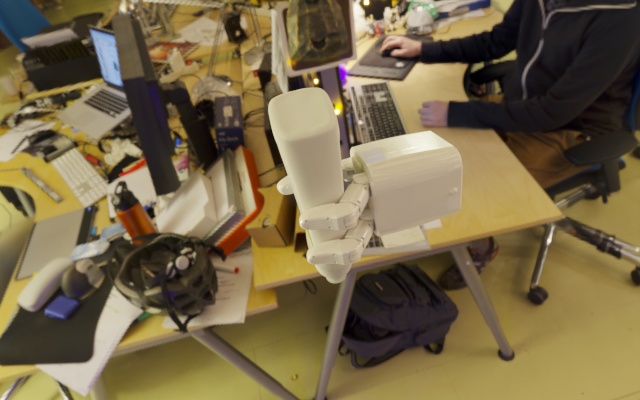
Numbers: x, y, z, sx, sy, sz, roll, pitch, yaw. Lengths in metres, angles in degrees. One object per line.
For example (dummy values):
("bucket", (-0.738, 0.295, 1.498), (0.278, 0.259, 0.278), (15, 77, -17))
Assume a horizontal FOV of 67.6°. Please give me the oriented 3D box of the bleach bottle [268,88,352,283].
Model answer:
("bleach bottle", (0.000, 0.002, 0.569), (0.068, 0.251, 0.102), (-14, 40, -2))
